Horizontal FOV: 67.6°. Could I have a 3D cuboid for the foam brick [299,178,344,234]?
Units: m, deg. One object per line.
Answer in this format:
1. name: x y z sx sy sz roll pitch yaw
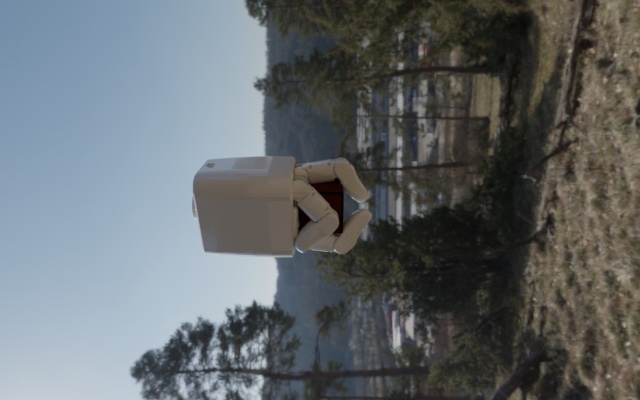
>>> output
1. foam brick: 0.000 0.002 0.576 0.051 0.053 0.078 0 18 -1
